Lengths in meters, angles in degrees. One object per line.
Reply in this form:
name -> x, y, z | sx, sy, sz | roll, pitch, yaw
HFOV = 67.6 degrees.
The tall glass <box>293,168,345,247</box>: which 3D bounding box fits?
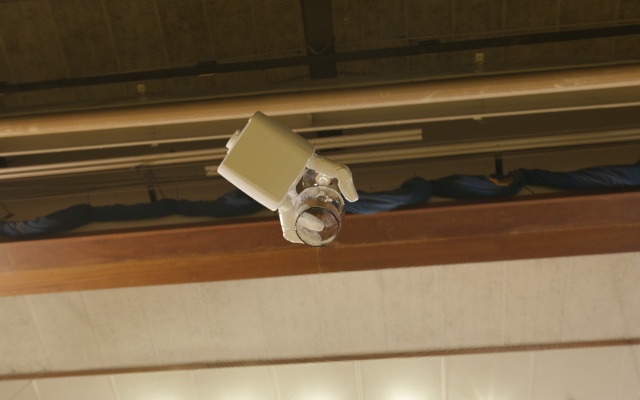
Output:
tall glass -> 0.000, 0.002, 0.755 | 0.079, 0.079, 0.201 | 0, 21, 3
